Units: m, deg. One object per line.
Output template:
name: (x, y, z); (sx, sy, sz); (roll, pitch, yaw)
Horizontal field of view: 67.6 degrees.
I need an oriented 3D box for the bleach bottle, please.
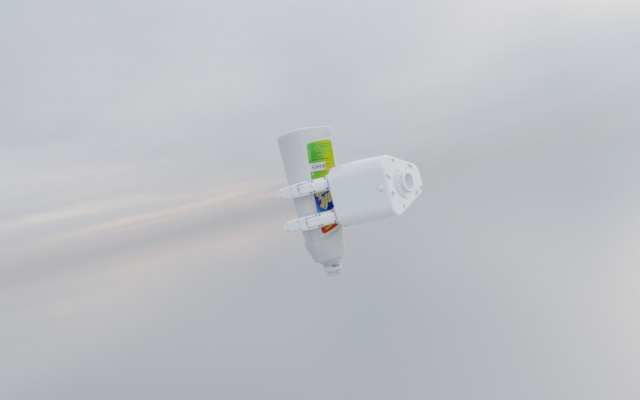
bleach bottle: (0.000, 0.003, 0.820); (0.068, 0.251, 0.102); (-13, 1, 43)
